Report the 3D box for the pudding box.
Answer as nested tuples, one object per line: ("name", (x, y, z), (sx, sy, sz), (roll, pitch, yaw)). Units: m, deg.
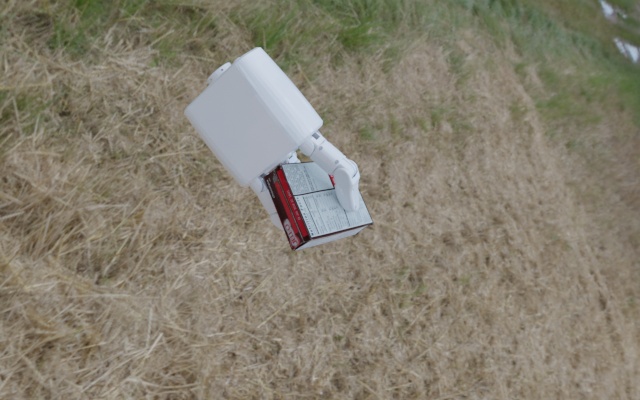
("pudding box", (0.000, 0.002, 0.543), (0.113, 0.090, 0.039), (-10, -16, -45))
